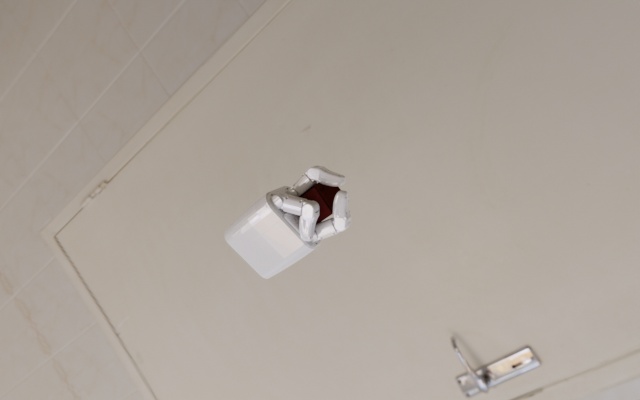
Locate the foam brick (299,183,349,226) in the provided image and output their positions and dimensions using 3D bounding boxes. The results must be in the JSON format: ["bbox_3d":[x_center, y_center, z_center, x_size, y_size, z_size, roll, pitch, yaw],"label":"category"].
[{"bbox_3d":[0.000,0.002,0.755,0.051,0.053,0.078,-37,-3,24],"label":"foam brick"}]
